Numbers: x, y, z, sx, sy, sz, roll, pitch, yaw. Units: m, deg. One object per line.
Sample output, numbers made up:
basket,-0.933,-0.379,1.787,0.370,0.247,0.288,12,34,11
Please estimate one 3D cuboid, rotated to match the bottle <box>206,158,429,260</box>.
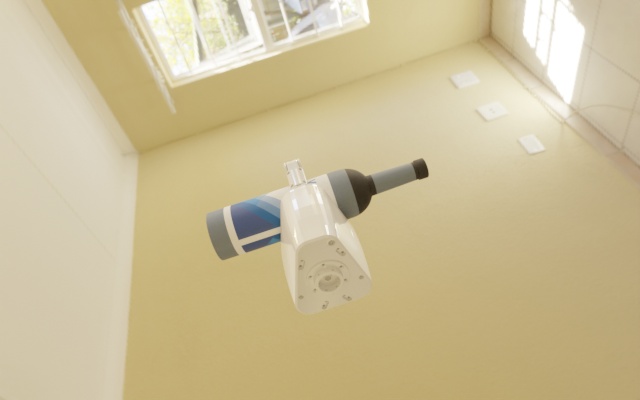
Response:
bottle,0.000,0.002,0.635,0.296,0.069,0.069,-18,0,-1
